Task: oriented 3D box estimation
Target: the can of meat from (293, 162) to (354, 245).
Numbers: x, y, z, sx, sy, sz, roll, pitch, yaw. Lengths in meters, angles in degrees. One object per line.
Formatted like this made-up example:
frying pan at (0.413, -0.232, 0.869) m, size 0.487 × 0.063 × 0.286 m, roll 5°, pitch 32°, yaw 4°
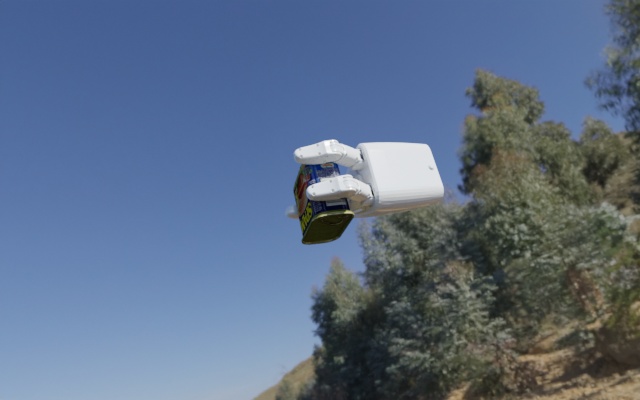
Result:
can of meat at (0.000, 0.002, 0.648) m, size 0.057 × 0.084 × 0.102 m, roll -6°, pitch -24°, yaw -17°
